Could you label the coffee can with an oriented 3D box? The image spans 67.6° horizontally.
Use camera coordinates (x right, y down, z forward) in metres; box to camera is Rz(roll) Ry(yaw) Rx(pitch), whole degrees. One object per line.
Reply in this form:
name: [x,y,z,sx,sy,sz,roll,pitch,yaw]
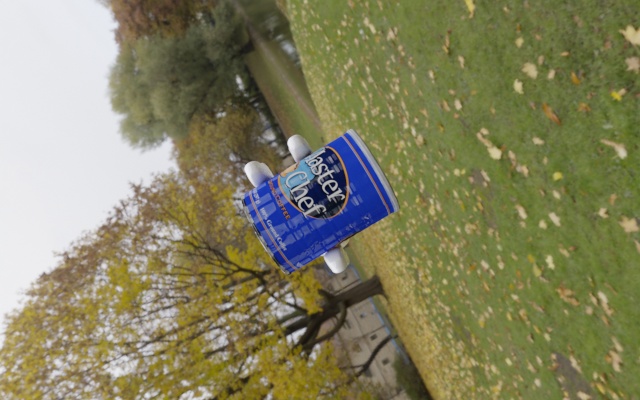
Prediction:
coffee can: [0.000,0.002,0.521,0.140,0.103,0.103,-31,-1,1]
